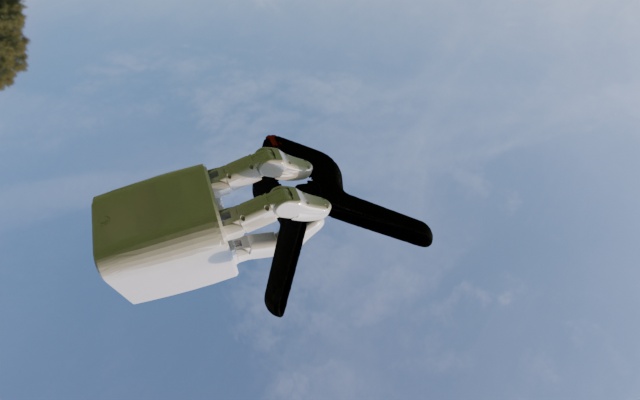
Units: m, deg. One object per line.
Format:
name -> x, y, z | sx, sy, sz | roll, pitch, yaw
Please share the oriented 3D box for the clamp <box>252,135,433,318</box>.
clamp -> 0.000, 0.002, 0.480 | 0.164, 0.209, 0.036 | -17, -40, -10
